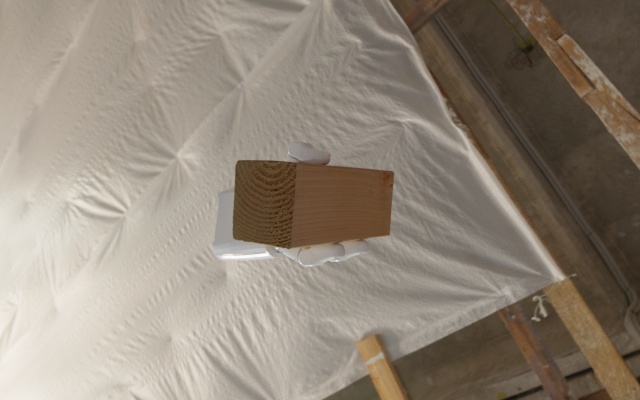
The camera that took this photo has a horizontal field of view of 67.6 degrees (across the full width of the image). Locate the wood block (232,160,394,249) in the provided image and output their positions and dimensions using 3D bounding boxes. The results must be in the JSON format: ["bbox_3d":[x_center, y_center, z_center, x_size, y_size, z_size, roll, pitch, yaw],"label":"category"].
[{"bbox_3d":[0.000,0.002,0.586,0.090,0.091,0.206,5,4,37],"label":"wood block"}]
